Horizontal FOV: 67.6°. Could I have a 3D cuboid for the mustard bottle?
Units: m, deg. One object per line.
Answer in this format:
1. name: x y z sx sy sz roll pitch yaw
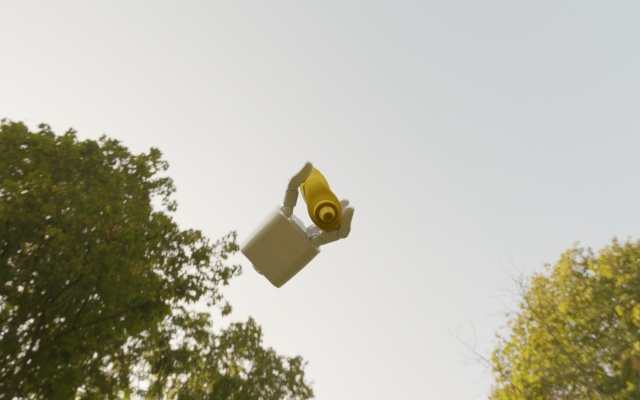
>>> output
1. mustard bottle: 0.000 0.003 0.858 0.058 0.096 0.191 -20 16 -1
